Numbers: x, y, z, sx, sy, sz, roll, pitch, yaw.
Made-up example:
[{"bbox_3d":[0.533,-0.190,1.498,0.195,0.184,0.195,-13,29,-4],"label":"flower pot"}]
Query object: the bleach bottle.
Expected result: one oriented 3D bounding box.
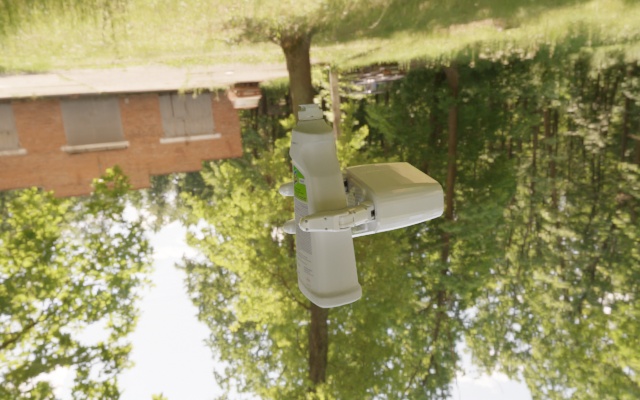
[{"bbox_3d":[0.000,0.002,0.619,0.068,0.251,0.102,-10,12,-23],"label":"bleach bottle"}]
